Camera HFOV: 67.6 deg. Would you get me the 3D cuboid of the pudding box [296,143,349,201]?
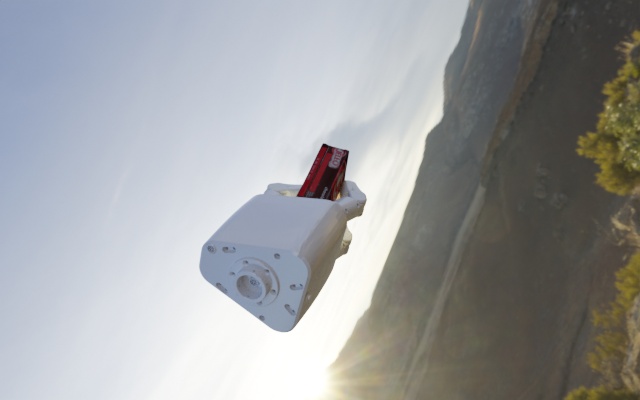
[{"bbox_3d":[0.000,0.002,0.572,0.039,0.090,0.114,20,-34,8],"label":"pudding box"}]
